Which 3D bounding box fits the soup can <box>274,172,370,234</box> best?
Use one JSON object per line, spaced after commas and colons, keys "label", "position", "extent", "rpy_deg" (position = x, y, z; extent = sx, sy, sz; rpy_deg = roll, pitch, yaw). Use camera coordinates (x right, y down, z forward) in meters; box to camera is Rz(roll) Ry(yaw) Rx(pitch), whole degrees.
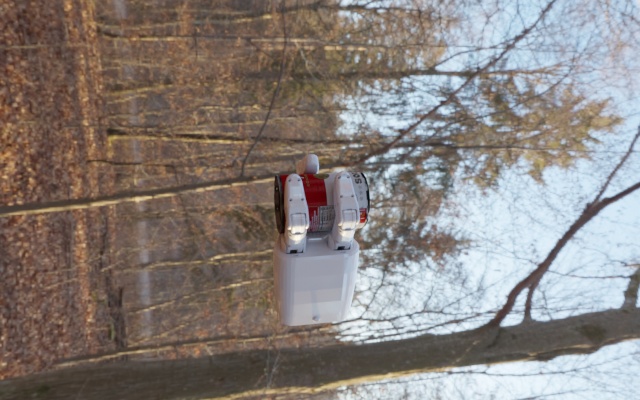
{"label": "soup can", "position": [0.000, 0.001, 0.556], "extent": [0.102, 0.068, 0.068], "rpy_deg": [-3, 0, -11]}
